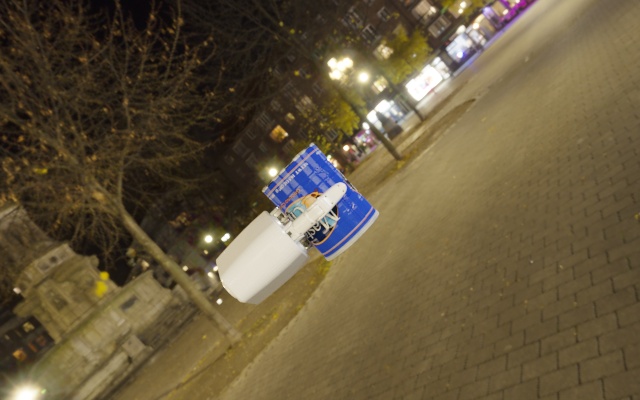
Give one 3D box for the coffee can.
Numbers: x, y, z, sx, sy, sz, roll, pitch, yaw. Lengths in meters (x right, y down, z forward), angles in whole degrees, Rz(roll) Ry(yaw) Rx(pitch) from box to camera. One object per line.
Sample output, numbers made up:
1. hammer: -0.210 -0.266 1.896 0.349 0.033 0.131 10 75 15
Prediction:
1. coffee can: 0.000 0.002 0.692 0.103 0.140 0.103 -43 2 2
